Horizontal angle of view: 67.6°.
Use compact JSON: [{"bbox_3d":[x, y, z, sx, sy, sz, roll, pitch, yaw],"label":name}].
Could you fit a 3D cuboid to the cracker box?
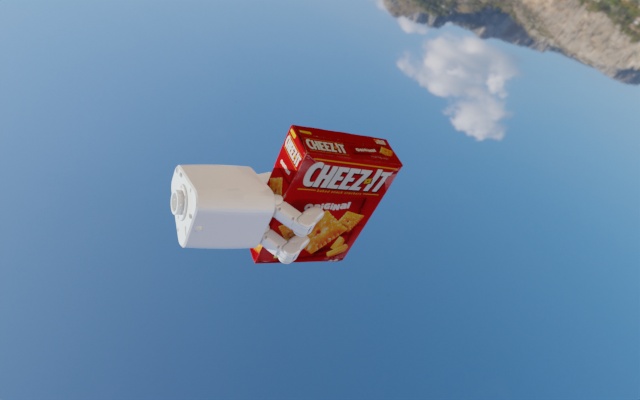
[{"bbox_3d":[0.000,0.002,0.714,0.164,0.214,0.072,3,42,-31],"label":"cracker box"}]
